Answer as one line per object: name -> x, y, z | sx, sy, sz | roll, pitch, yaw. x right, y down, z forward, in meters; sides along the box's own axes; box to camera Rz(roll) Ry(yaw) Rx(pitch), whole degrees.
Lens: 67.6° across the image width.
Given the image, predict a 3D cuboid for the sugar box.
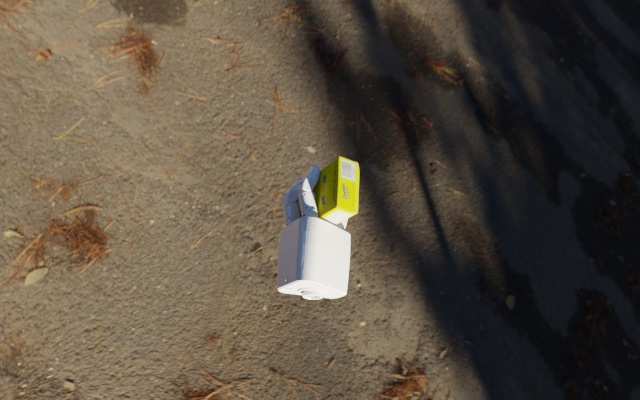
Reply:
sugar box -> 0.000, 0.003, 0.816 | 0.048, 0.093, 0.176 | 18, -28, -27
